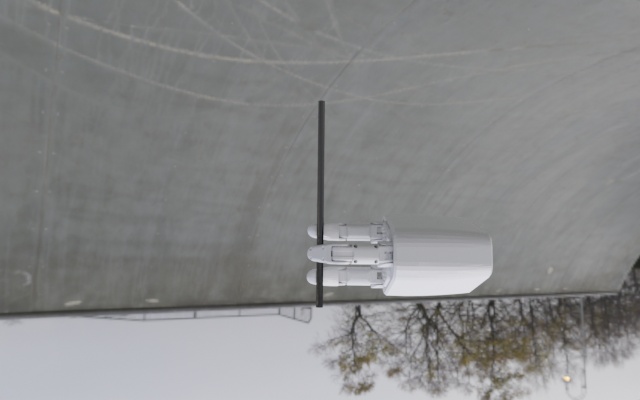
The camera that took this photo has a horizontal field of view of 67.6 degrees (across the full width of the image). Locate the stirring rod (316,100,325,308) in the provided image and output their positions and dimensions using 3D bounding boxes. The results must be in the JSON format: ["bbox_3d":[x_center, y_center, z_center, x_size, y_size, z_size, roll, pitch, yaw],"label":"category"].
[{"bbox_3d":[0.000,0.002,0.555,0.011,0.239,0.011,1,-6,0],"label":"stirring rod"}]
